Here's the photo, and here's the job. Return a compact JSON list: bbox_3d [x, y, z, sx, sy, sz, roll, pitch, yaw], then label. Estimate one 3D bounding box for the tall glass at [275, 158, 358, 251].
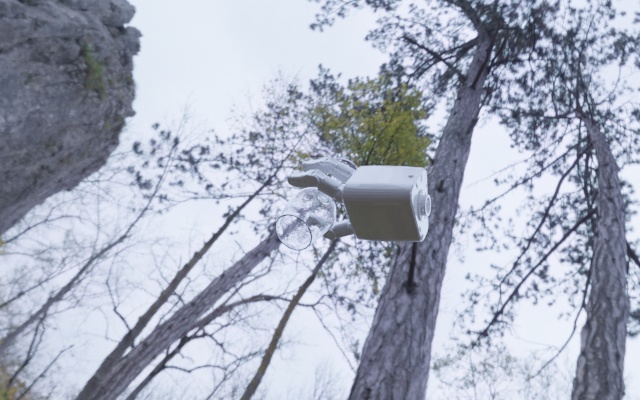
[{"bbox_3d":[0.000,0.002,0.779,0.079,0.079,0.201,0,27,28],"label":"tall glass"}]
